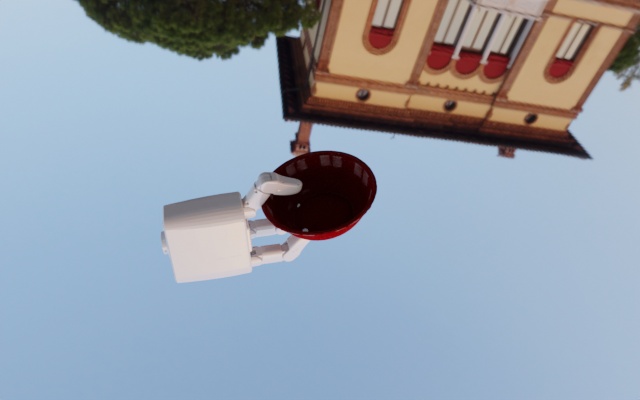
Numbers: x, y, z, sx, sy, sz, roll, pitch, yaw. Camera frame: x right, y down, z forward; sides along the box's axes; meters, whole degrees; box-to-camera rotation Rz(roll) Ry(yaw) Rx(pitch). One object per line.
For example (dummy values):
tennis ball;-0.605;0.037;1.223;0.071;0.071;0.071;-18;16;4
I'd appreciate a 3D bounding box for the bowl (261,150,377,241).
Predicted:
bowl;0.001;0.002;0.670;0.162;0.162;0.055;0;-43;12
